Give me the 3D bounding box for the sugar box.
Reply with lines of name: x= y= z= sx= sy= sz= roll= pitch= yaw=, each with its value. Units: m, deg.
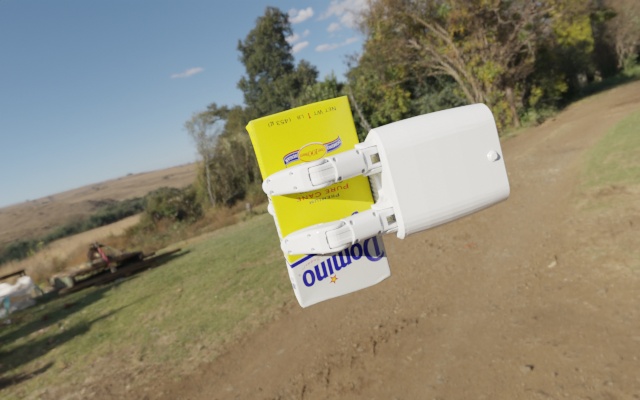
sugar box: x=0.000 y=0.001 z=0.445 sx=0.093 sy=0.176 sz=0.048 roll=-17 pitch=8 yaw=-9
